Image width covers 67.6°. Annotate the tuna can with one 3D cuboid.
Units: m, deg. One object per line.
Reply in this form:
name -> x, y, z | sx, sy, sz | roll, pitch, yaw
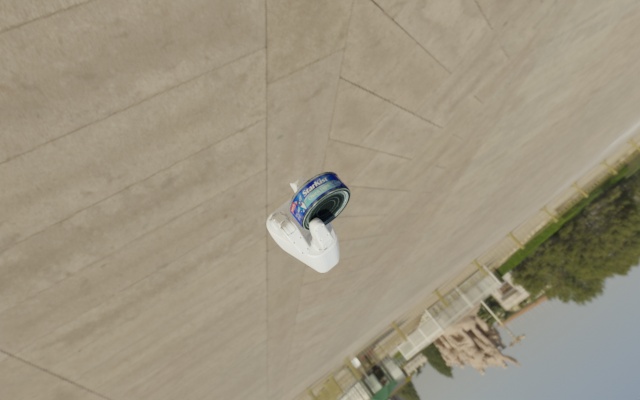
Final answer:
tuna can -> 0.000, 0.003, 0.669 | 0.086, 0.086, 0.033 | 0, 44, -54
